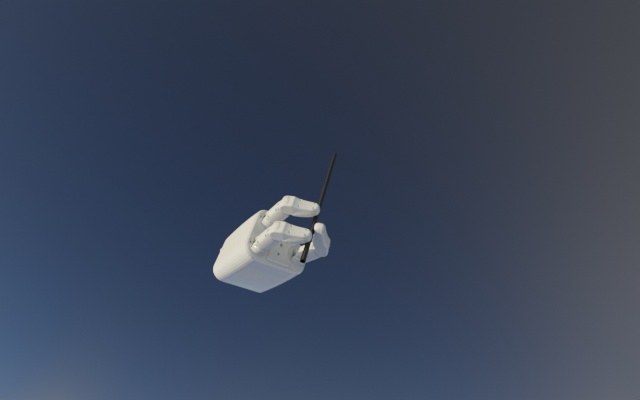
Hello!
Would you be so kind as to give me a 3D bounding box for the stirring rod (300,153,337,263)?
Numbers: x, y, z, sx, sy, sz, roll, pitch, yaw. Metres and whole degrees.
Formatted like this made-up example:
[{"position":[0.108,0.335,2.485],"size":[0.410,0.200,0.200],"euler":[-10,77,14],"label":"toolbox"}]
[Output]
[{"position":[0.000,0.002,0.745],"size":[0.011,0.011,0.239],"euler":[0,43,16],"label":"stirring rod"}]
